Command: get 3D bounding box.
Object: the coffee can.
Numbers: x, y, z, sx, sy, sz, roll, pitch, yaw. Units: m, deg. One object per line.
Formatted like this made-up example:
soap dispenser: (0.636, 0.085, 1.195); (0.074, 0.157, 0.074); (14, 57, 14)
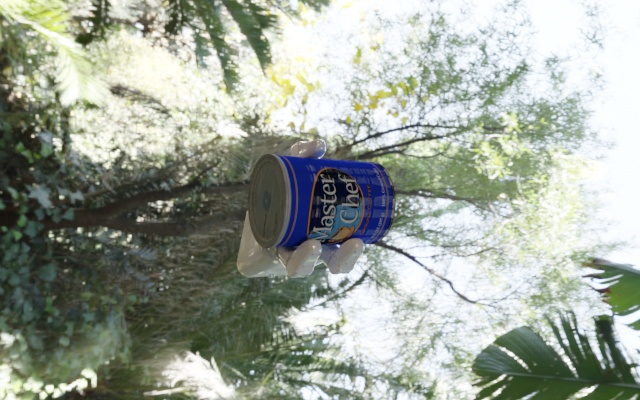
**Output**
coffee can: (0.000, 0.002, 0.552); (0.140, 0.103, 0.103); (1, -1, -30)
